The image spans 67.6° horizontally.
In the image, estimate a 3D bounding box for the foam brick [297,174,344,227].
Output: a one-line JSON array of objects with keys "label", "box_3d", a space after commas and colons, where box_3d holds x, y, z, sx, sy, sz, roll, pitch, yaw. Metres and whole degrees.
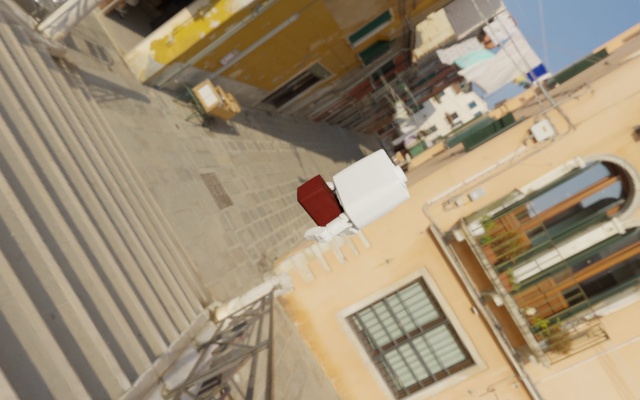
[{"label": "foam brick", "box_3d": [0.000, 0.003, 0.853, 0.051, 0.078, 0.053, -32, 28, 13]}]
